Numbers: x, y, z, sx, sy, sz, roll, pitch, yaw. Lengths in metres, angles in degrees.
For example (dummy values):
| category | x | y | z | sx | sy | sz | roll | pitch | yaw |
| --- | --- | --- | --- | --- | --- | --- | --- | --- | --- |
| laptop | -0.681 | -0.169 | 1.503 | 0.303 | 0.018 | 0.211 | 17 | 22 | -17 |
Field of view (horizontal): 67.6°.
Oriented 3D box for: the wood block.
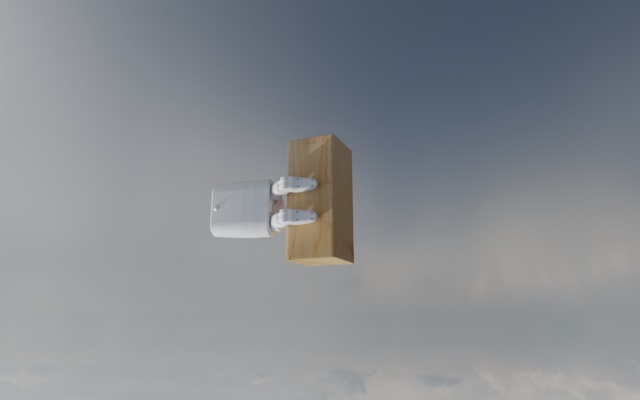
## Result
| category | x | y | z | sx | sy | sz | roll | pitch | yaw |
| --- | --- | --- | --- | --- | --- | --- | --- | --- | --- |
| wood block | 0.000 | 0.003 | 0.818 | 0.090 | 0.206 | 0.091 | -7 | -16 | 23 |
